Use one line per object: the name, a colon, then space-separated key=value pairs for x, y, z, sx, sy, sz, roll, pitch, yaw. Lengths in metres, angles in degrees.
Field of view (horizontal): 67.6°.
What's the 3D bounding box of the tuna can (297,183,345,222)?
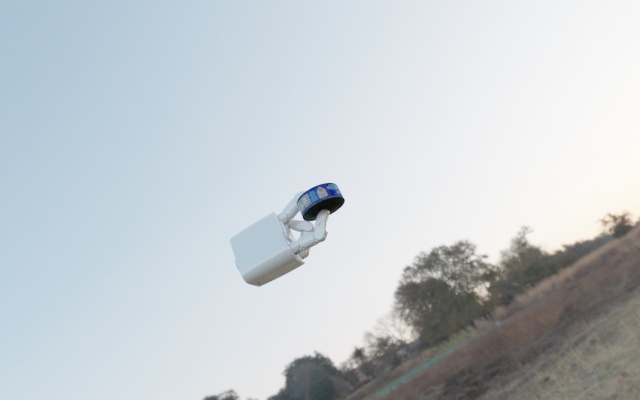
tuna can: x=0.000 y=0.002 z=0.888 sx=0.086 sy=0.033 sz=0.086 roll=-21 pitch=-22 yaw=-9
